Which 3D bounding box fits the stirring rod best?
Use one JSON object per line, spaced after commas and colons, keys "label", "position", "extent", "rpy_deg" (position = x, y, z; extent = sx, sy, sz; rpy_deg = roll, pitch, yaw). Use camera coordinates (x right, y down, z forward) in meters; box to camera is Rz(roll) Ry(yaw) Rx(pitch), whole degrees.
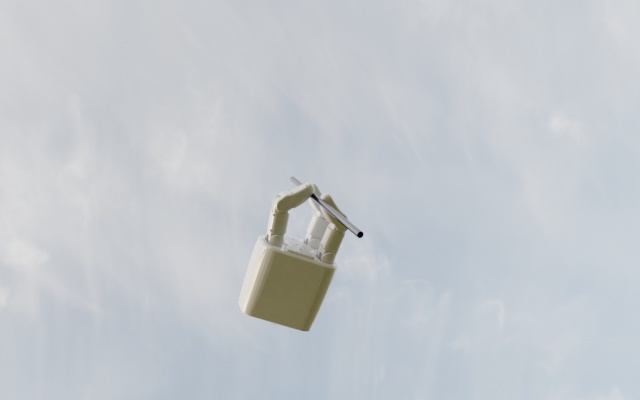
{"label": "stirring rod", "position": [0.000, 0.002, 0.625], "extent": [0.011, 0.011, 0.239], "rpy_deg": [0, 17, -22]}
